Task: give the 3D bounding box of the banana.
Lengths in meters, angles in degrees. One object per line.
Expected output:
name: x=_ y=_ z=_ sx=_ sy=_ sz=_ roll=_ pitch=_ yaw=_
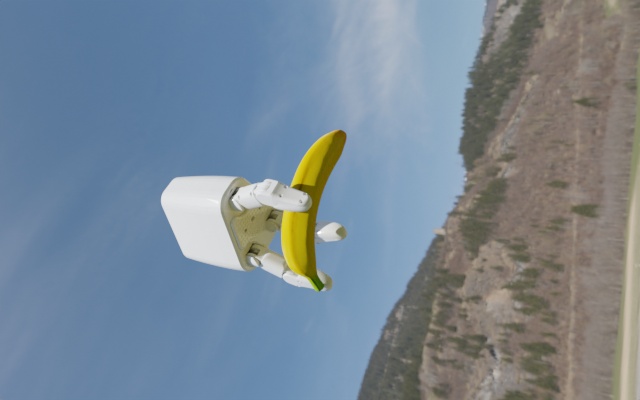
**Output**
banana: x=-0.010 y=0.000 z=0.547 sx=0.037 sy=0.197 sz=0.070 roll=2 pitch=-16 yaw=32
